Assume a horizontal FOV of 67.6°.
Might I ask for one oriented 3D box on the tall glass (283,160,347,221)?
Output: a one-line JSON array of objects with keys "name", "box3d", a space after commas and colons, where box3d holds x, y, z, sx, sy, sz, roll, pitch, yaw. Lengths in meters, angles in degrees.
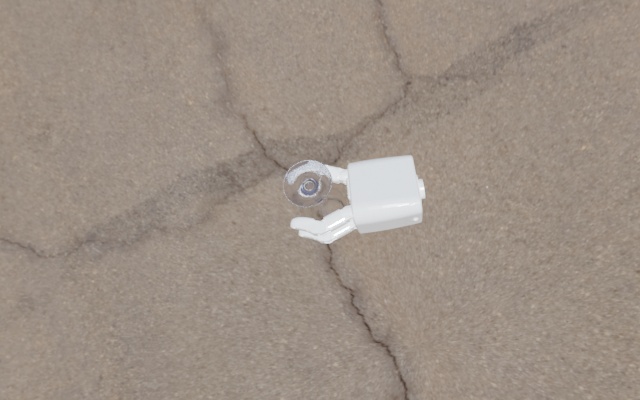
[{"name": "tall glass", "box3d": [0.000, 0.002, 0.794, 0.079, 0.079, 0.201, 0, -16, 11]}]
